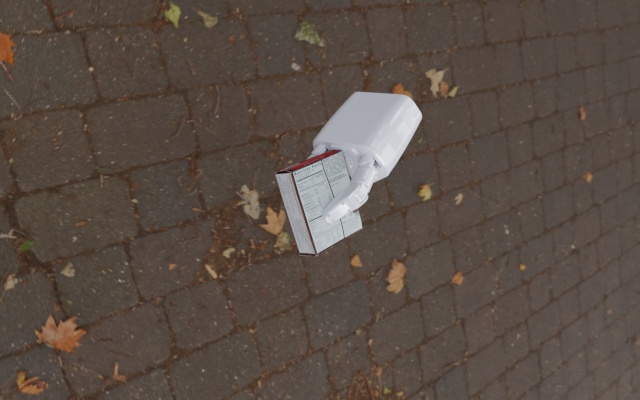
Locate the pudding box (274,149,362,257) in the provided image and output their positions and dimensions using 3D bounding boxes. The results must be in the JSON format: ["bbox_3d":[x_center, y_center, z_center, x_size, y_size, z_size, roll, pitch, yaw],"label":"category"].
[{"bbox_3d":[0.000,0.002,0.602,0.090,0.113,0.039,-26,14,-37],"label":"pudding box"}]
